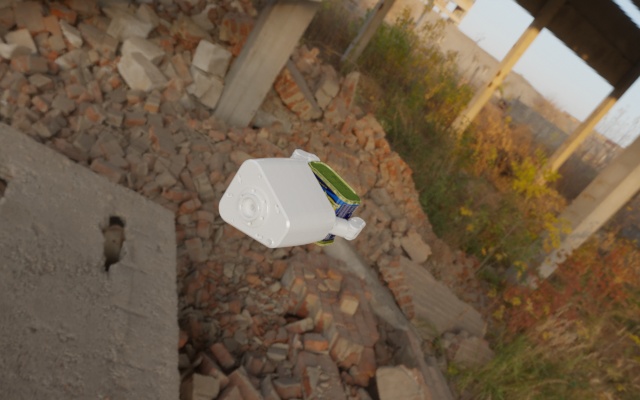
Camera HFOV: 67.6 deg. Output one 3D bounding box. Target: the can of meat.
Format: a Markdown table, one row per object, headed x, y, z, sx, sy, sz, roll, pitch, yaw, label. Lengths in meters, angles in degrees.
| x | y | z | sx | sy | sz | roll | pitch | yaw | label |
| --- | --- | --- | --- | --- | --- | --- | --- | --- | --- |
| 0.000 | 0.002 | 0.712 | 0.102 | 0.084 | 0.057 | 46 | 24 | 25 | can of meat |
